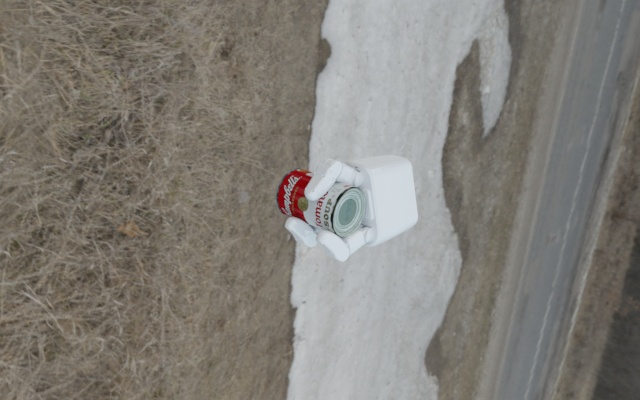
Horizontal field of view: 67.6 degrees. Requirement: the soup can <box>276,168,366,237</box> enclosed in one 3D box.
[{"bbox_3d":[0.000,0.002,0.627,0.102,0.068,0.068,20,13,38],"label":"soup can"}]
